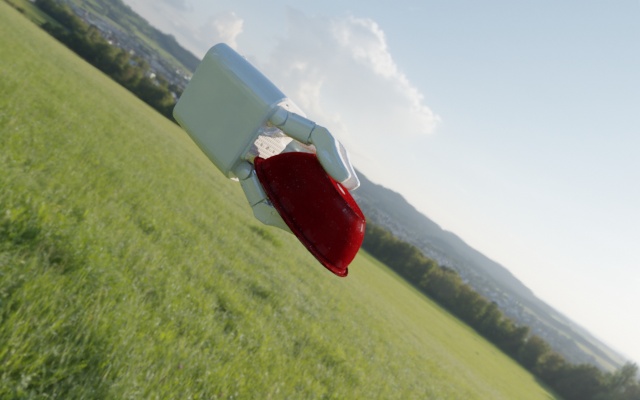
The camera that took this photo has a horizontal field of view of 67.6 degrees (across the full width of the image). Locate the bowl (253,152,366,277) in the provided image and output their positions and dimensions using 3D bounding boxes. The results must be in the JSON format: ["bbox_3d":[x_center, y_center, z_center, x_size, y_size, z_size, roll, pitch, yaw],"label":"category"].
[{"bbox_3d":[0.001,0.002,0.515,0.055,0.162,0.162,-37,-6,8],"label":"bowl"}]
